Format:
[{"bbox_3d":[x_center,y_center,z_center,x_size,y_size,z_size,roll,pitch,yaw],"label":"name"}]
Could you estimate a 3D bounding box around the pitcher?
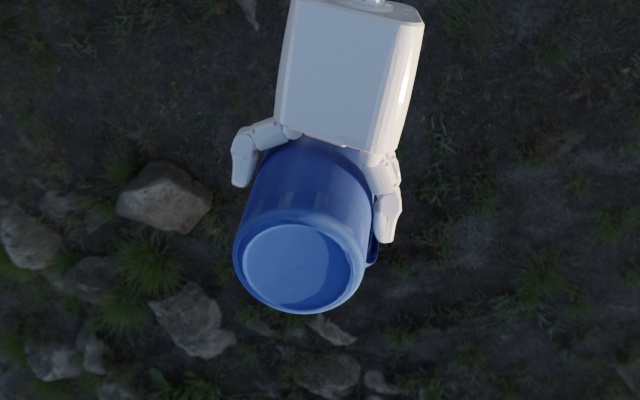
[{"bbox_3d":[0.000,0.001,0.482,0.149,0.145,0.242,11,31,0],"label":"pitcher"}]
